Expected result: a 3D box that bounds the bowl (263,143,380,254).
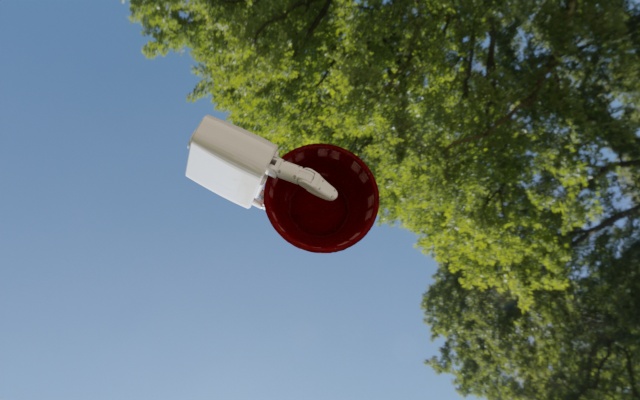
[{"bbox_3d":[0.001,0.003,0.683,0.162,0.162,0.055,0,-19,-5],"label":"bowl"}]
